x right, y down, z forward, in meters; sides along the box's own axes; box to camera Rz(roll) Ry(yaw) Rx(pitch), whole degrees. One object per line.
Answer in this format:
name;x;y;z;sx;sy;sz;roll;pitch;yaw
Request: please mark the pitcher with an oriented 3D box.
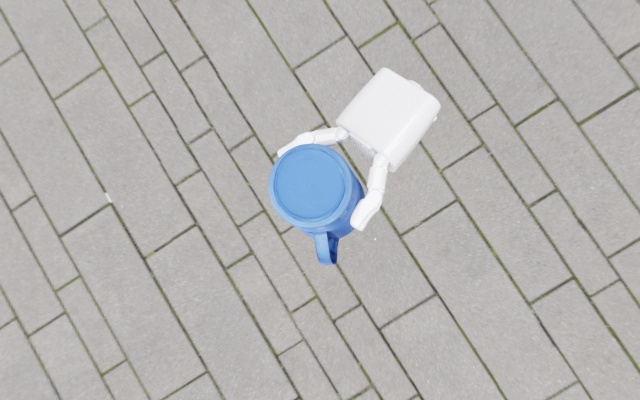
pitcher;0.000;0.002;0.704;0.149;0.145;0.243;41;0;8
